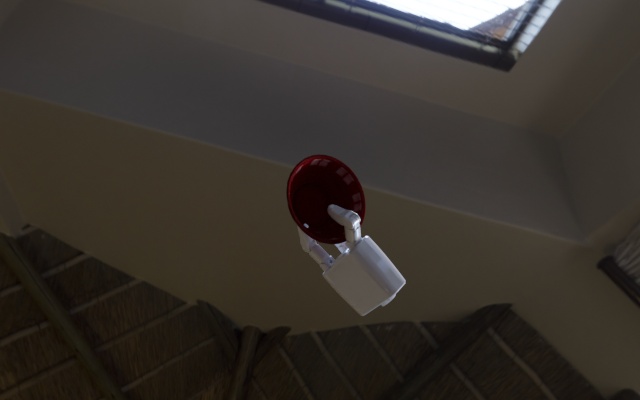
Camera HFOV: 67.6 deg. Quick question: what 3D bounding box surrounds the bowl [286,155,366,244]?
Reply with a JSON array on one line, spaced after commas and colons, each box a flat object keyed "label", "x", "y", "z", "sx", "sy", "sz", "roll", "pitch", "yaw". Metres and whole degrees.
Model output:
[{"label": "bowl", "x": -0.001, "y": 0.002, "z": 0.852, "sx": 0.162, "sy": 0.162, "sz": 0.055, "roll": 0, "pitch": -14, "yaw": -32}]
